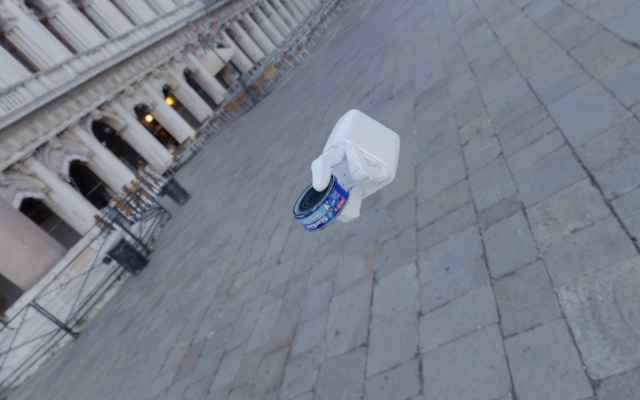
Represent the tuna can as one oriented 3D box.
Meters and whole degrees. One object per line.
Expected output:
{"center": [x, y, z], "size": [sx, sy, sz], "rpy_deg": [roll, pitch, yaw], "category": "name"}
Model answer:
{"center": [0.000, 0.002, 0.694], "size": [0.034, 0.086, 0.086], "rpy_deg": [44, -20, -22], "category": "tuna can"}
